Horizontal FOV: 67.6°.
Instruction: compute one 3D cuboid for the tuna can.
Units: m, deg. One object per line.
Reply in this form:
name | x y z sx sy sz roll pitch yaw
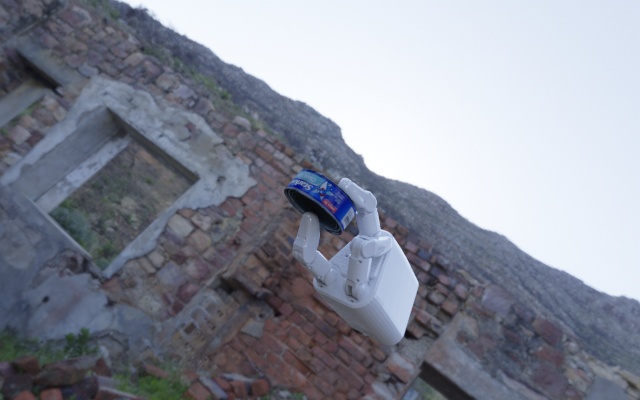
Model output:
tuna can | 0.000 0.001 0.569 0.086 0.033 0.086 35 -16 12
